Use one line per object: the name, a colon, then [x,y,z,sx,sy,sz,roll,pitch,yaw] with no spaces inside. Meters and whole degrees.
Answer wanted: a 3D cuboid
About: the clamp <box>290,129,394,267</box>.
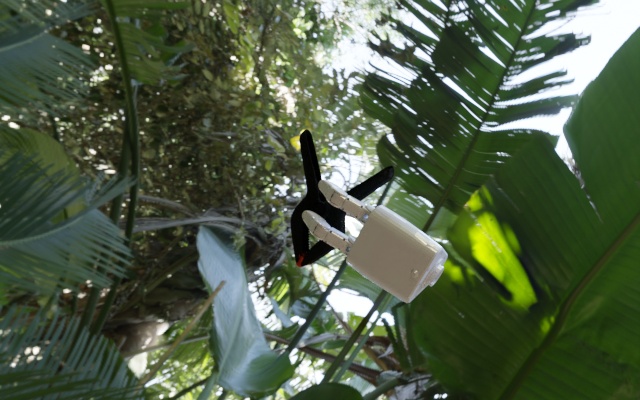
clamp: [0.000,0.003,0.744,0.164,0.210,0.036,34,17,24]
